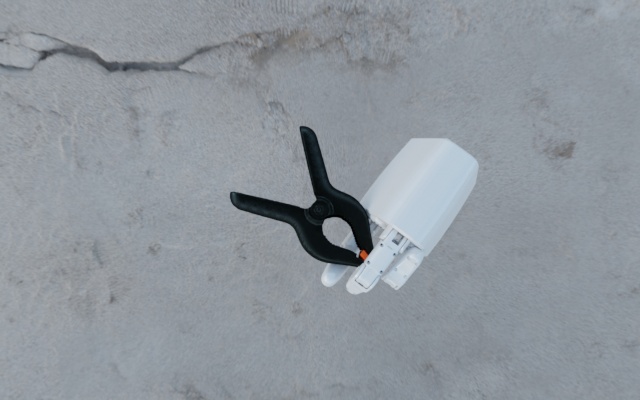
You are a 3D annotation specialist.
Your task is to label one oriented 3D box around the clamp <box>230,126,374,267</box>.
[{"bbox_3d":[0.000,0.002,0.523,0.171,0.120,0.039,36,-2,2],"label":"clamp"}]
